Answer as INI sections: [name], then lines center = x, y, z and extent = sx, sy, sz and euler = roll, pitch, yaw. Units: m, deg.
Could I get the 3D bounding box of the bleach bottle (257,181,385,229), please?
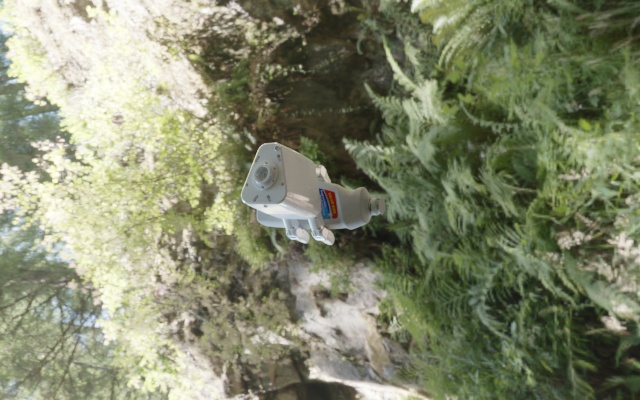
[bleach bottle]
center = 0.000, 0.003, 0.898
extent = 0.251, 0.102, 0.068
euler = -1, -14, 30
